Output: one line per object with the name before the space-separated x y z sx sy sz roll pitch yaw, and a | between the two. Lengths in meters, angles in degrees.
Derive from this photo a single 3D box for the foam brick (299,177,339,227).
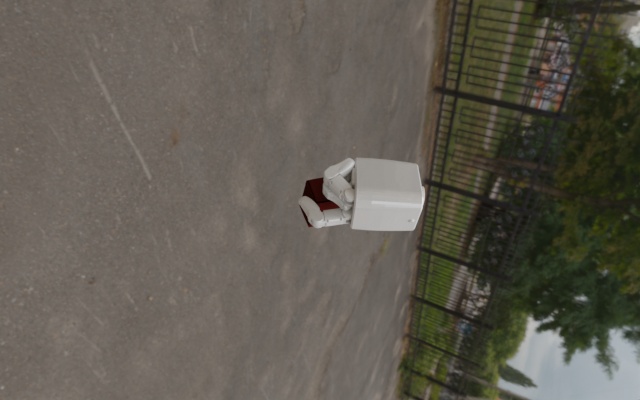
foam brick | 0.000 0.003 0.847 0.051 0.053 0.078 -11 -31 -21
